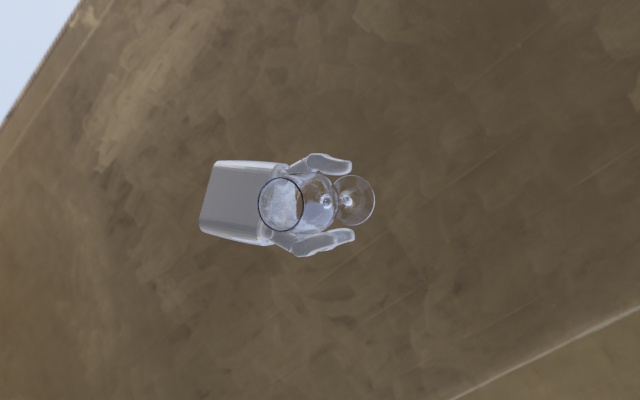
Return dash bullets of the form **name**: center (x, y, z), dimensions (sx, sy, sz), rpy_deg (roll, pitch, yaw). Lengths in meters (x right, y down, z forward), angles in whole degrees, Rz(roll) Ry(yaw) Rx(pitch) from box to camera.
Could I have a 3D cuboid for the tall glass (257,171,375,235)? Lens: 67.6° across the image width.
- **tall glass**: center (0.001, 0.002, 0.619), dimensions (0.079, 0.079, 0.201), rpy_deg (0, 1, 27)
